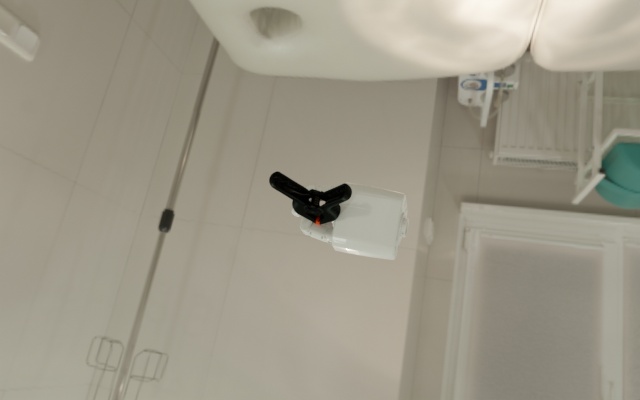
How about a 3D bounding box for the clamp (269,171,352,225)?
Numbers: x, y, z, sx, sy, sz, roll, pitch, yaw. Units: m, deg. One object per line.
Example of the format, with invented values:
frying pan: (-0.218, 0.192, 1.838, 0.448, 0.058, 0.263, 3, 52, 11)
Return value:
clamp: (0.000, 0.003, 0.743, 0.120, 0.039, 0.171, 14, -14, 19)
